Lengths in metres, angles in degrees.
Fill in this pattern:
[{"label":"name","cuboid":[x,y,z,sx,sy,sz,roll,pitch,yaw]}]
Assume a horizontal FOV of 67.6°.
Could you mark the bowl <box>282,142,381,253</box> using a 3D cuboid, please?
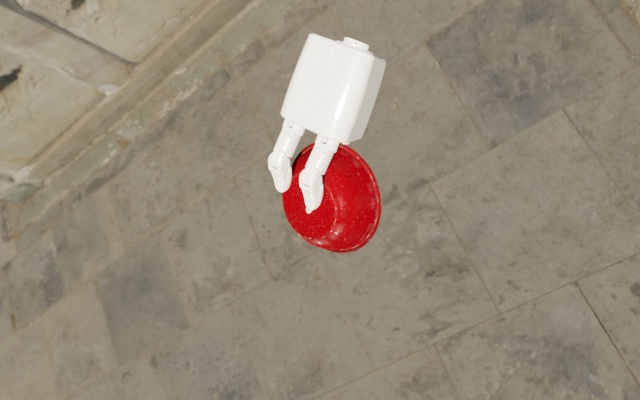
[{"label":"bowl","cuboid":[0.000,0.004,0.648,0.162,0.162,0.055,0,14,39]}]
